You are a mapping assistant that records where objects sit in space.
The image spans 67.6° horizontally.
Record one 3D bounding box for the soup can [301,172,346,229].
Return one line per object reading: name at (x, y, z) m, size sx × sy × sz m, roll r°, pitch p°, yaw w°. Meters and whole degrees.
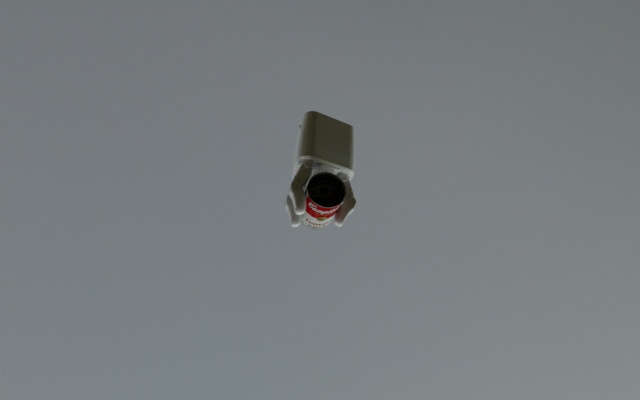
soup can at (0.000, 0.003, 0.853) m, size 0.068 × 0.068 × 0.102 m, roll 0°, pitch -25°, yaw -13°
